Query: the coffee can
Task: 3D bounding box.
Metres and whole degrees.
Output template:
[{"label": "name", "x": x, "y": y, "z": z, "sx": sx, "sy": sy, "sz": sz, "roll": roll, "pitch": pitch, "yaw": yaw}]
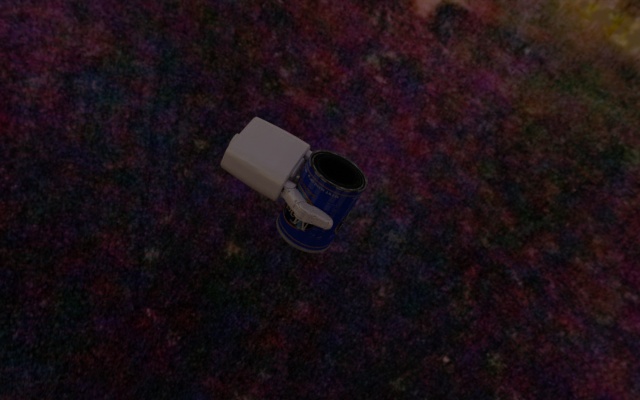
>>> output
[{"label": "coffee can", "x": 0.000, "y": 0.003, "z": 0.788, "sx": 0.103, "sy": 0.140, "sz": 0.102, "roll": 21, "pitch": 34, "yaw": -14}]
